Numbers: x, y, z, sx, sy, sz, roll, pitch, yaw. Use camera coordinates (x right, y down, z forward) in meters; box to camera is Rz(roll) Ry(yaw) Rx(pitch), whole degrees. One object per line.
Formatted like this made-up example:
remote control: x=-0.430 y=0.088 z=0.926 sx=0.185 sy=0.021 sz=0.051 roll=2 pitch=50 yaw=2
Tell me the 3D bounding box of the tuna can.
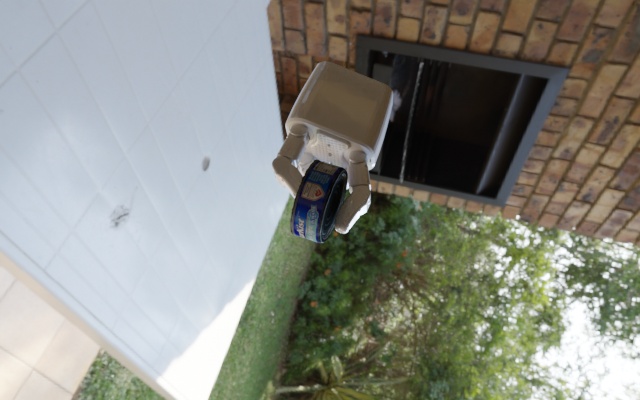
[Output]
tuna can: x=0.001 y=0.002 z=0.511 sx=0.034 sy=0.086 sz=0.086 roll=18 pitch=4 yaw=13
